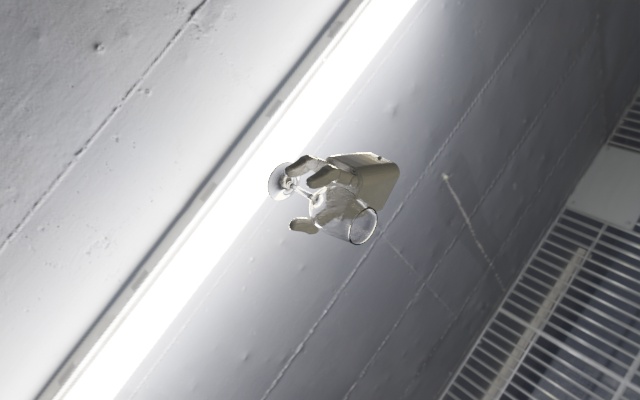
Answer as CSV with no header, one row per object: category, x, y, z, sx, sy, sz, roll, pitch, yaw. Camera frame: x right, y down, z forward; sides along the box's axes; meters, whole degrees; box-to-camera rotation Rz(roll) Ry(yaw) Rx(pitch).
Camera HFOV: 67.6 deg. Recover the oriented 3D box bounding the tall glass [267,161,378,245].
tall glass,0.000,0.002,0.783,0.079,0.079,0.201,0,22,-45
